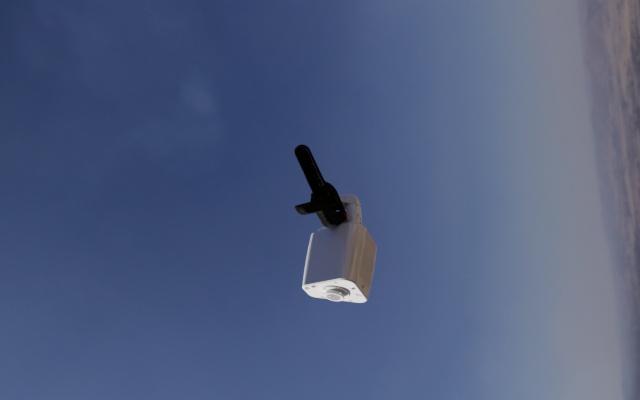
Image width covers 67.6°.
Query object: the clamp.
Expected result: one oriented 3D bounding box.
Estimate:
[{"bbox_3d":[0.000,0.003,0.780,0.039,0.120,0.172,-11,-39,26],"label":"clamp"}]
